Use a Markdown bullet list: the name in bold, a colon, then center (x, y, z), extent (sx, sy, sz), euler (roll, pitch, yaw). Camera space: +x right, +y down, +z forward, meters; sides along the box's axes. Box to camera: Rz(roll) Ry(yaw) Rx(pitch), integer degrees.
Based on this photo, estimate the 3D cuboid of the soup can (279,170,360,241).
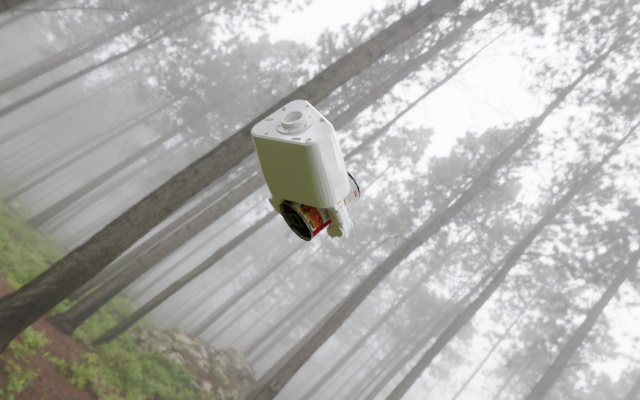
- **soup can**: center (0.001, 0.003, 0.699), extent (0.102, 0.068, 0.068), euler (-39, 18, -24)
